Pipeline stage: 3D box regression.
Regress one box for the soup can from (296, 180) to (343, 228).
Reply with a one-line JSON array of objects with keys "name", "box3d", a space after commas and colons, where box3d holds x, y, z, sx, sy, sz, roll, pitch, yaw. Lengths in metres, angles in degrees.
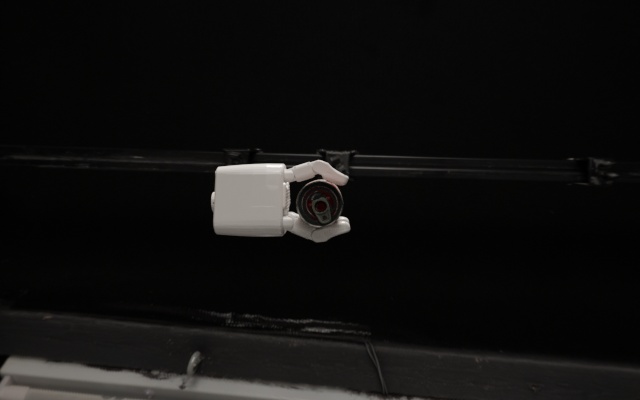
[{"name": "soup can", "box3d": [0.001, 0.002, 0.734, 0.068, 0.068, 0.102, 0, 4, 2]}]
